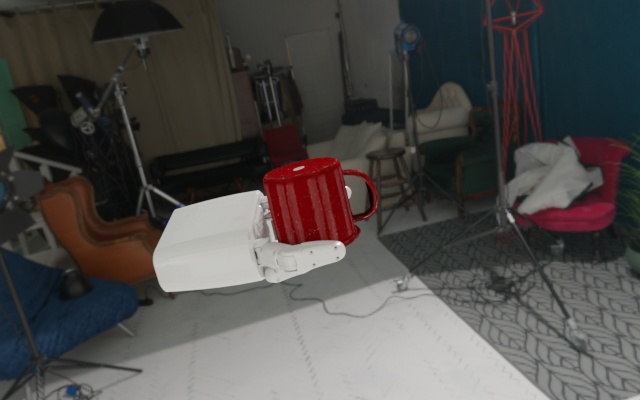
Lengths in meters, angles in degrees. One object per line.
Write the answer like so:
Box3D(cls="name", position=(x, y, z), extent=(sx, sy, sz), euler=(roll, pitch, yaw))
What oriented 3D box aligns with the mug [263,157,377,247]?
Box3D(cls="mug", position=(0.001, 0.001, 0.494), extent=(0.117, 0.081, 0.093), euler=(-11, 15, 6))
